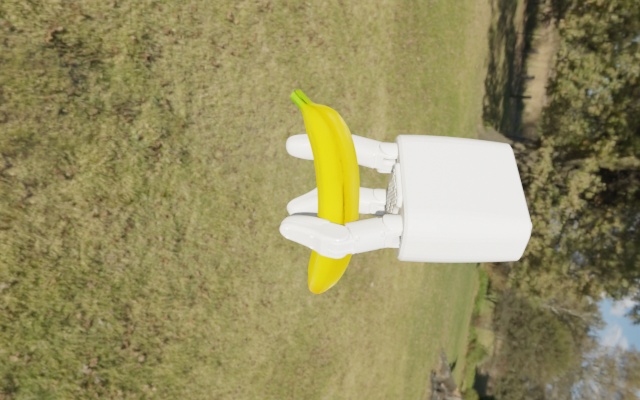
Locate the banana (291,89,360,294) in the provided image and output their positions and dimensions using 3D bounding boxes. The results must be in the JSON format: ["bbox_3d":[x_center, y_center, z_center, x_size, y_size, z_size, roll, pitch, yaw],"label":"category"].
[{"bbox_3d":[0.008,0.003,0.427,0.037,0.198,0.069,-10,18,-24],"label":"banana"}]
